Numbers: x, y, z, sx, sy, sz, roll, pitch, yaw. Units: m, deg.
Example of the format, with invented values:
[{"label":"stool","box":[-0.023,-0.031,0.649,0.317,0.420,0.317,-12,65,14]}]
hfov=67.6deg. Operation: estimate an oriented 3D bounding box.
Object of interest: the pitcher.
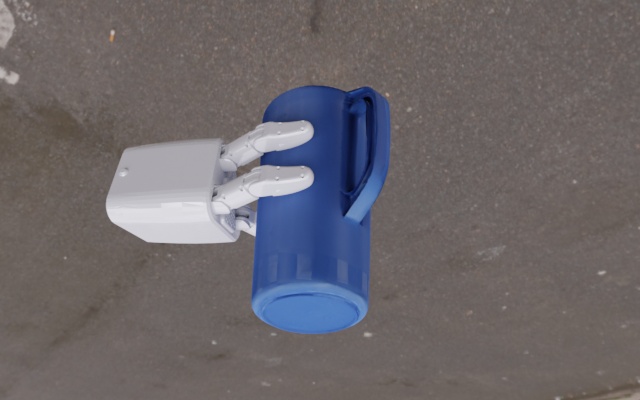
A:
[{"label":"pitcher","box":[0.000,0.002,0.495,0.145,0.242,0.149,-1,-36,4]}]
